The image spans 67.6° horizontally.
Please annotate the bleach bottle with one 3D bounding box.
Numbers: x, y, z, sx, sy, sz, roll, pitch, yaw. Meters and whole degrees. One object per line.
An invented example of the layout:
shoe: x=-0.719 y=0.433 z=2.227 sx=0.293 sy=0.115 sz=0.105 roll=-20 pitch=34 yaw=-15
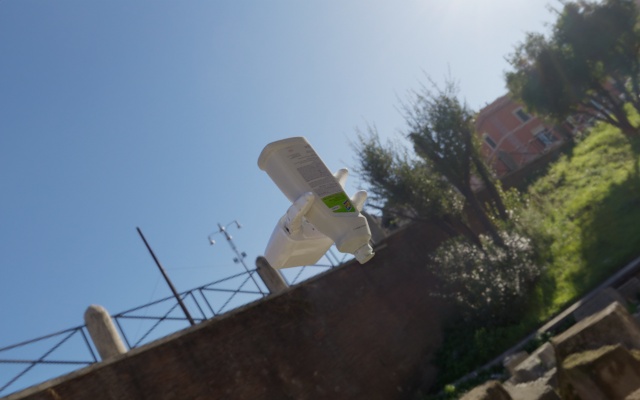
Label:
bleach bottle: x=0.000 y=0.003 z=0.814 sx=0.102 sy=0.250 sz=0.068 roll=-20 pitch=-25 yaw=-39
